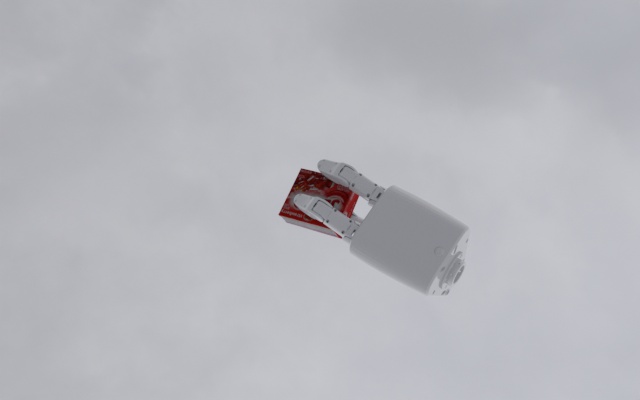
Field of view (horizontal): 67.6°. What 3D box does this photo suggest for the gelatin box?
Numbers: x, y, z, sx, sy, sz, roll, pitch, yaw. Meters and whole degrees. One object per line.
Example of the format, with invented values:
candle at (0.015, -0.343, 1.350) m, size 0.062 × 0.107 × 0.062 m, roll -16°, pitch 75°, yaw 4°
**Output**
gelatin box at (0.000, 0.002, 0.620) m, size 0.089 × 0.073 × 0.030 m, roll 14°, pitch -20°, yaw 30°
